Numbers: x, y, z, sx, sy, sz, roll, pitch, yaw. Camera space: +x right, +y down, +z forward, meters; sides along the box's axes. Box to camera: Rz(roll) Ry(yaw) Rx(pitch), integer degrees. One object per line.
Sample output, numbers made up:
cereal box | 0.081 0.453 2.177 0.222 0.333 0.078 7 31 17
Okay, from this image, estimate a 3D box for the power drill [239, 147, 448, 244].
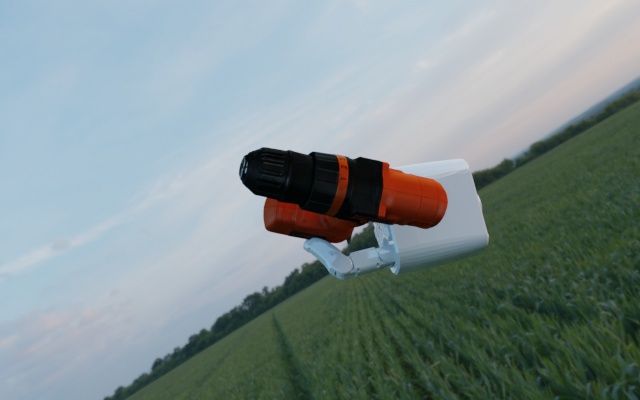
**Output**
power drill | 0.000 0.002 0.467 0.184 0.057 0.188 12 -12 -17
